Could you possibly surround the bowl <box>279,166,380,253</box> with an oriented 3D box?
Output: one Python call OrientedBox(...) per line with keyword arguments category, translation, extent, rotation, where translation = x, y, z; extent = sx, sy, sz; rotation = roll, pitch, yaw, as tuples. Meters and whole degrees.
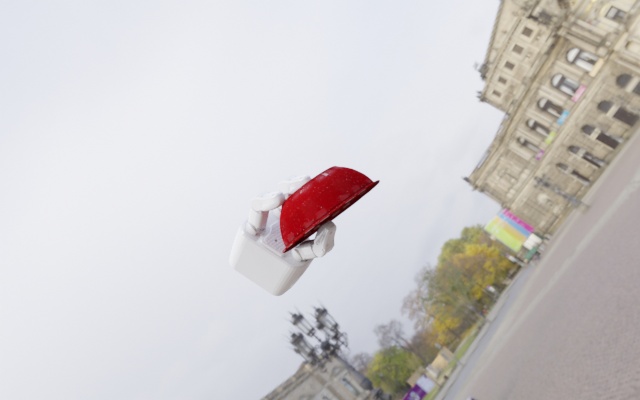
OrientedBox(category="bowl", translation=(0.001, 0.001, 0.643), extent=(0.162, 0.055, 0.162), rotation=(-36, -4, -3))
